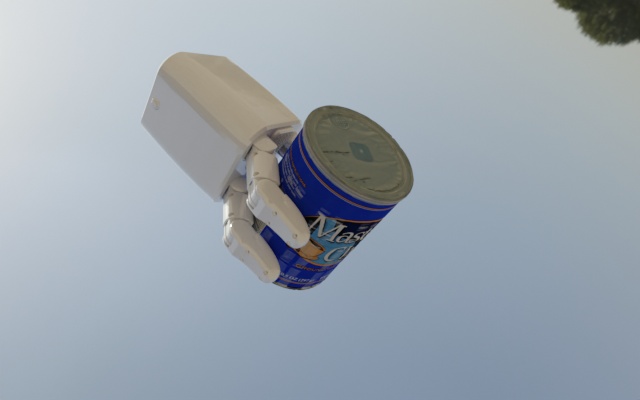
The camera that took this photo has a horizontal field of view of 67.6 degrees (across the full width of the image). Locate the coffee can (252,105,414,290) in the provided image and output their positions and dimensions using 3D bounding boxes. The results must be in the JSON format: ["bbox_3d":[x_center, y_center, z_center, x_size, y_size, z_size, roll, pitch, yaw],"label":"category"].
[{"bbox_3d":[0.000,0.001,0.427,0.103,0.102,0.140,0,-37,-37],"label":"coffee can"}]
